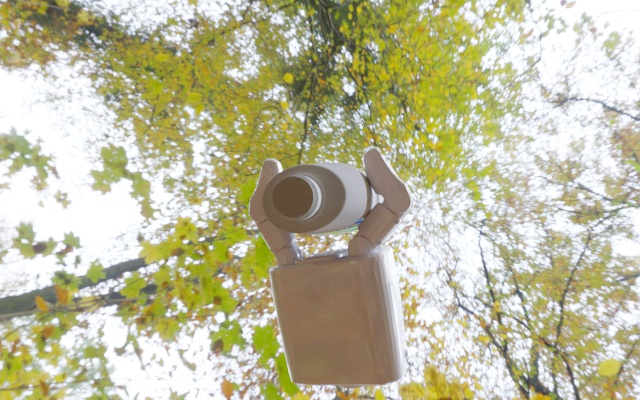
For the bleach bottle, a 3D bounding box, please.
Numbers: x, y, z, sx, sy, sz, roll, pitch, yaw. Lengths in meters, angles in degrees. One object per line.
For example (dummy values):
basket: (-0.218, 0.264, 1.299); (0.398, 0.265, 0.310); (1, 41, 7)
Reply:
bleach bottle: (0.000, 0.001, 0.436); (0.102, 0.068, 0.251); (-10, -3, 12)
